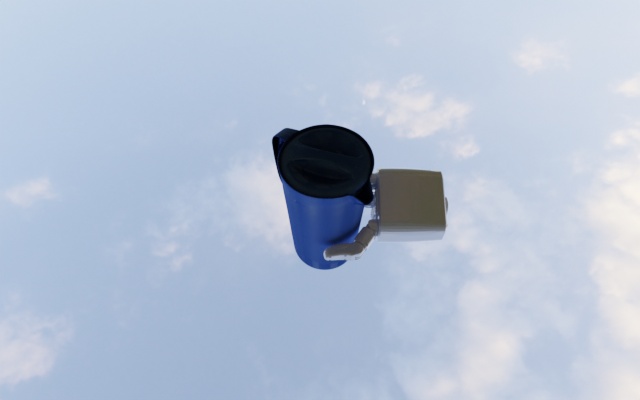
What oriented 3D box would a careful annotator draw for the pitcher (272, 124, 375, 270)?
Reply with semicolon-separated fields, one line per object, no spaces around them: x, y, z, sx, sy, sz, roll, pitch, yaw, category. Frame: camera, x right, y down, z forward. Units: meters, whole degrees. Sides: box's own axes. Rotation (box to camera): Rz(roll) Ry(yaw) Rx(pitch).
0.000;0.003;0.750;0.145;0.149;0.243;-1;-35;-1;pitcher
